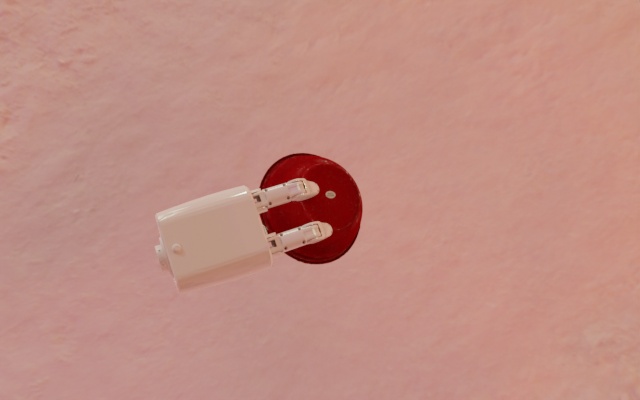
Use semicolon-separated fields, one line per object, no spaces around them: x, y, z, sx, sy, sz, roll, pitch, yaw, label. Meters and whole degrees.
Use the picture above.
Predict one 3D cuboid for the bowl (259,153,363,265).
0.001;0.001;0.645;0.162;0.162;0.055;0;-17;-30;bowl
